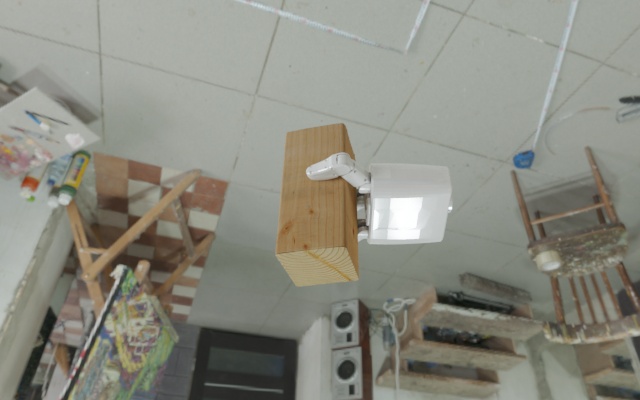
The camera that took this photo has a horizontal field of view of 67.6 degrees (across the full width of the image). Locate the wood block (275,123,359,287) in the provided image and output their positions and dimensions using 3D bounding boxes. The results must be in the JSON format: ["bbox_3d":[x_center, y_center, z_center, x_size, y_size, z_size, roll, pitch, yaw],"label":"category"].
[{"bbox_3d":[0.000,0.002,0.661,0.090,0.206,0.091,-8,-38,12],"label":"wood block"}]
